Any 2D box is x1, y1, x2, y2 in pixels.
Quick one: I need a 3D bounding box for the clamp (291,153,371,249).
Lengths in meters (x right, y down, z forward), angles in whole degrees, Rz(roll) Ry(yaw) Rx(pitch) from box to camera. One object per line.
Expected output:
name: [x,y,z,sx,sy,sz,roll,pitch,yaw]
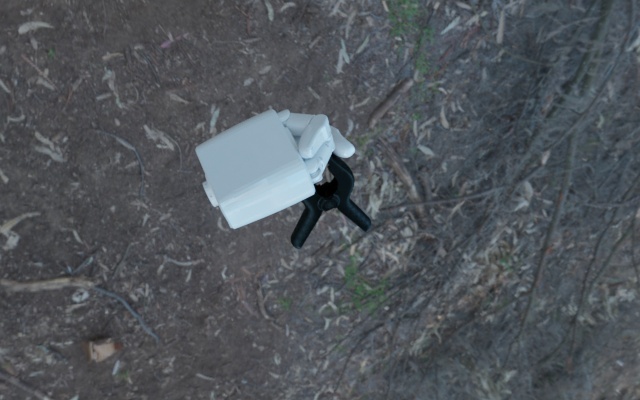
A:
clamp: [0.000,0.002,0.655,0.120,0.172,0.039,-24,42,-4]
